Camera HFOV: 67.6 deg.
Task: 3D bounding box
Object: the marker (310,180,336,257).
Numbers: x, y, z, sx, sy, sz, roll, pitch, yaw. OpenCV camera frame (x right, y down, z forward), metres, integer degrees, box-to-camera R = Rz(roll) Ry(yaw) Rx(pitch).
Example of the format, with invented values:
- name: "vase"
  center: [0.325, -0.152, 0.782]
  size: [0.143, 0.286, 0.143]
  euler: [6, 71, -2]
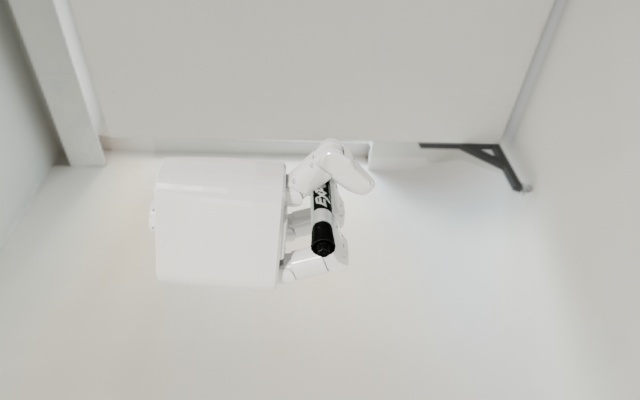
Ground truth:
- name: "marker"
  center: [0.000, 0.001, 0.401]
  size: [0.020, 0.020, 0.121]
  euler: [0, 39, -2]
